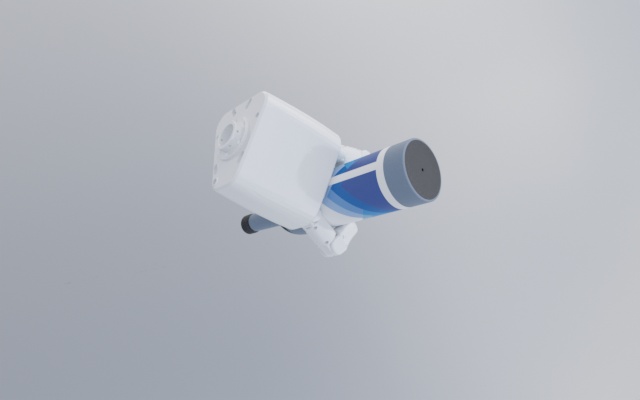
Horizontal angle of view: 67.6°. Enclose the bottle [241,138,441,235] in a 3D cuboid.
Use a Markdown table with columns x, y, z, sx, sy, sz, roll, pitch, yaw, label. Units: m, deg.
| x | y | z | sx | sy | sz | roll | pitch | yaw | label |
| --- | --- | --- | --- | --- | --- | --- | --- | --- | --- |
| 0.000 | 0.002 | 0.574 | 0.069 | 0.069 | 0.296 | 0 | -13 | -45 | bottle |
